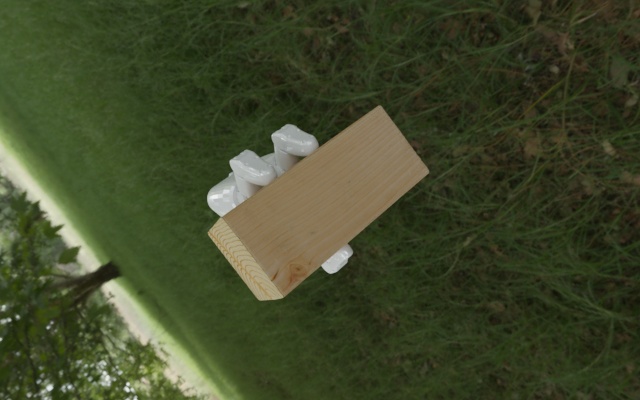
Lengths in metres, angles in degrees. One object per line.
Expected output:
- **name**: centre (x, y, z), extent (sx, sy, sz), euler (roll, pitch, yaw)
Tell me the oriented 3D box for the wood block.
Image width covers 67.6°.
- **wood block**: centre (0.000, 0.002, 0.493), extent (0.206, 0.091, 0.090), euler (-38, 3, -25)
